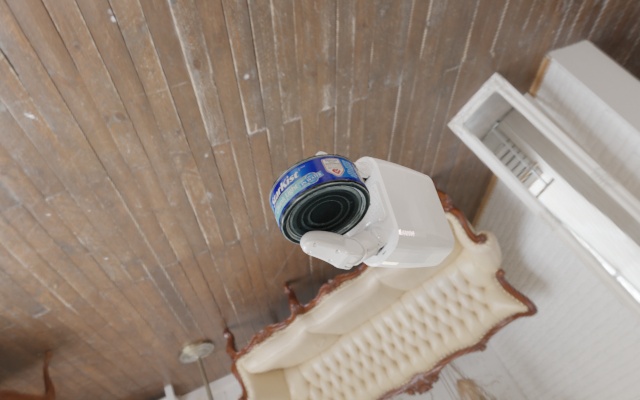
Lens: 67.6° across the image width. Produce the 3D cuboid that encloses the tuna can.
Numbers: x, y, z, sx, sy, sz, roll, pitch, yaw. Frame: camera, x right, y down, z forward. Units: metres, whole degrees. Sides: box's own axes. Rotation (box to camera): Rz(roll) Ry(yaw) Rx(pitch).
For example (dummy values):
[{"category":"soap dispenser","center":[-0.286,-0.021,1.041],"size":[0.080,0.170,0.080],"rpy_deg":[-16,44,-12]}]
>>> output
[{"category":"tuna can","center":[0.000,0.002,0.423],"size":[0.086,0.033,0.086],"rpy_deg":[-15,-38,-12]}]
